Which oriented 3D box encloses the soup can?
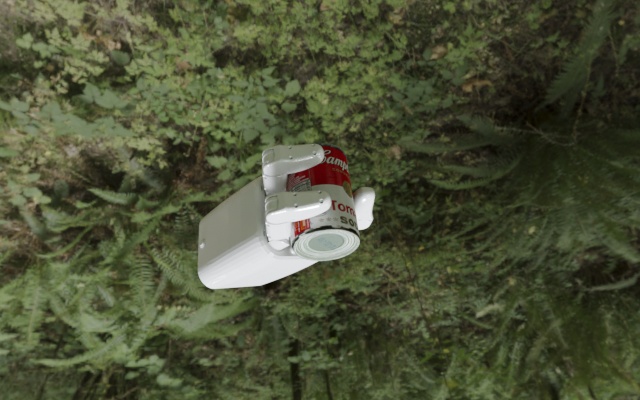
[{"bbox_3d":[0.001,0.002,0.484,0.068,0.102,0.068,-5,-33,-3],"label":"soup can"}]
